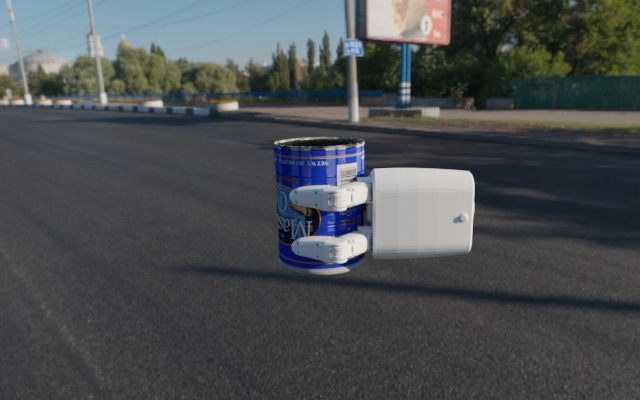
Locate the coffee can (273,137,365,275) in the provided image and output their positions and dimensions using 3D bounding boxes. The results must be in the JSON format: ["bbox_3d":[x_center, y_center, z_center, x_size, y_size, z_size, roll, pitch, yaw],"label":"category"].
[{"bbox_3d":[0.000,0.002,0.550,0.103,0.140,0.102,-1,13,0],"label":"coffee can"}]
